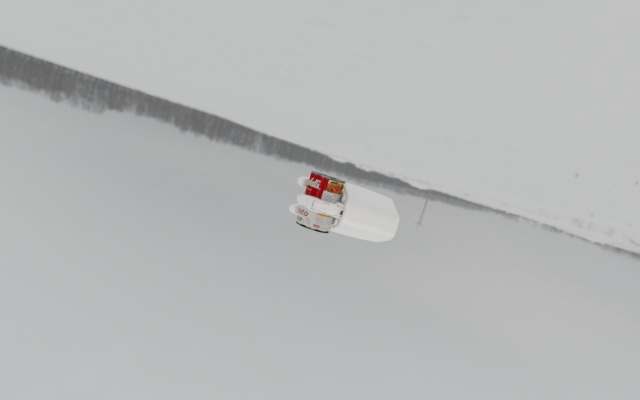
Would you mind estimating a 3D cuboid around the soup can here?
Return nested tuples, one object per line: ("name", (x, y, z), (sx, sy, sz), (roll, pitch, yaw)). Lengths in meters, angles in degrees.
("soup can", (0.000, 0.003, 0.894), (0.068, 0.102, 0.068), (18, 6, -2))
